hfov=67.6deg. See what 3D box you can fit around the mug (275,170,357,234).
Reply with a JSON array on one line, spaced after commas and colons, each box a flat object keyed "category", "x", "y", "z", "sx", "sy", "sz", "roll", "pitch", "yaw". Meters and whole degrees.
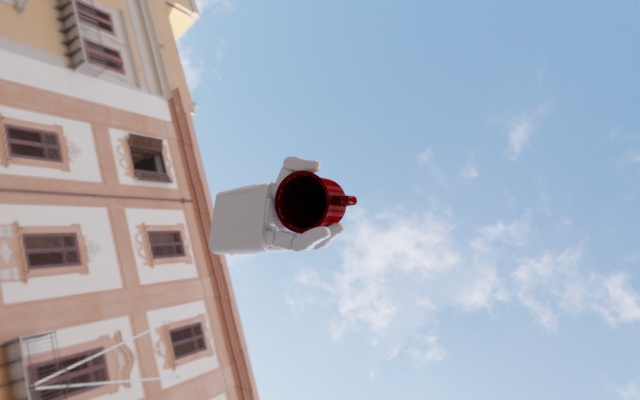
[{"category": "mug", "x": 0.001, "y": 0.002, "z": 0.732, "sx": 0.117, "sy": 0.093, "sz": 0.081, "roll": -7, "pitch": -5, "yaw": 26}]
